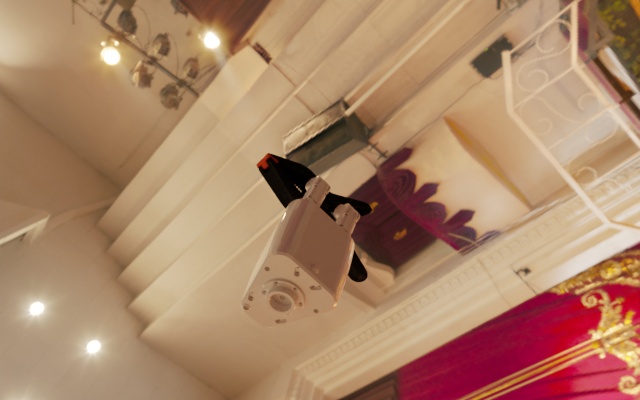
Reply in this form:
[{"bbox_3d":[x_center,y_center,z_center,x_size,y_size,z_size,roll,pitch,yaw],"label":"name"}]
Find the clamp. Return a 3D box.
[{"bbox_3d":[-0.001,0.002,0.689,0.036,0.210,0.164,-40,15,30],"label":"clamp"}]
